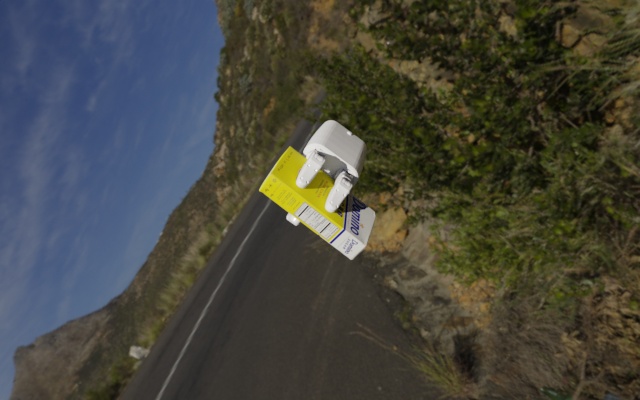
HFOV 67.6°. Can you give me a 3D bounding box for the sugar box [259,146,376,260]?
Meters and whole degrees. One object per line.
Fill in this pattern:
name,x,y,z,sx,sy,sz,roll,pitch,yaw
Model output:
sugar box,0.000,0.002,0.726,0.176,0.048,0.093,35,36,-7
